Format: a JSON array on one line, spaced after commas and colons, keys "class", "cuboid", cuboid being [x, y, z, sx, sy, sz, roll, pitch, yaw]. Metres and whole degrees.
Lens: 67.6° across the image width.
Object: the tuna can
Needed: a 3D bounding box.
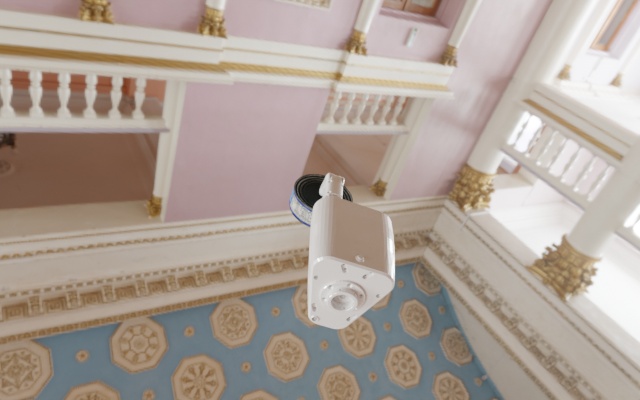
[{"class": "tuna can", "cuboid": [0.000, 0.003, 0.672, 0.086, 0.034, 0.086, 13, 38, -11]}]
